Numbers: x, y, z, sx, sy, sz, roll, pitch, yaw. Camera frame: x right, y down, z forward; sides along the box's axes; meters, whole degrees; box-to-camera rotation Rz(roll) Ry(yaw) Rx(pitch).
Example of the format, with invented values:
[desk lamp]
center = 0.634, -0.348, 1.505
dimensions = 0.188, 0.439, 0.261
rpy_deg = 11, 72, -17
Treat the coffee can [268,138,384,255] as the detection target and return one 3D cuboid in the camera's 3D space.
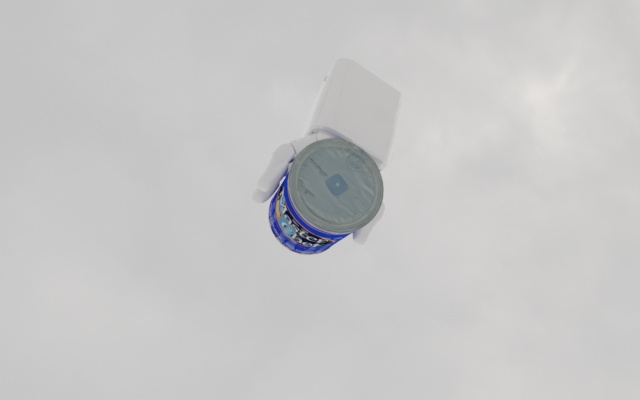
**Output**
[coffee can]
center = 0.000, 0.002, 0.556
dimensions = 0.103, 0.102, 0.140
rpy_deg = 0, -16, -15
